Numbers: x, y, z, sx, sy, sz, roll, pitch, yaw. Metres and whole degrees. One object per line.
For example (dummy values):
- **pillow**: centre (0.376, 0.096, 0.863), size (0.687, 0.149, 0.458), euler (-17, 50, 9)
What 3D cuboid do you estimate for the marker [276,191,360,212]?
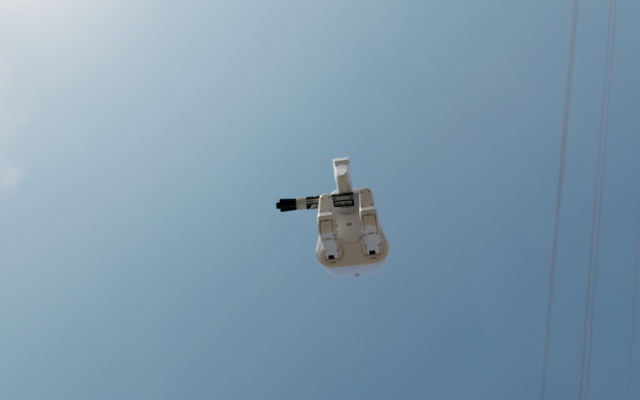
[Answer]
- **marker**: centre (0.000, 0.002, 0.642), size (0.121, 0.020, 0.020), euler (-5, -1, 6)
